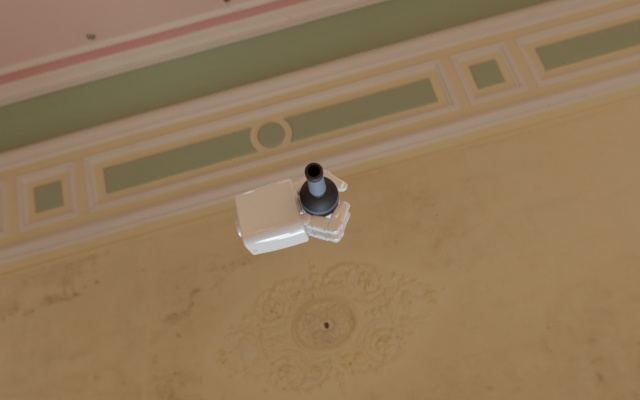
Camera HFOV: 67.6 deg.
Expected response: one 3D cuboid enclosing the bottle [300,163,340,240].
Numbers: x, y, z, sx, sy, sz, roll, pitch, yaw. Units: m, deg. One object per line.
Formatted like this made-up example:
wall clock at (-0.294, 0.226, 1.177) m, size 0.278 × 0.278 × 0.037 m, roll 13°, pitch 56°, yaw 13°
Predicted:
bottle at (0.000, 0.003, 0.840) m, size 0.069 × 0.069 × 0.296 m, roll 0°, pitch -18°, yaw 4°
